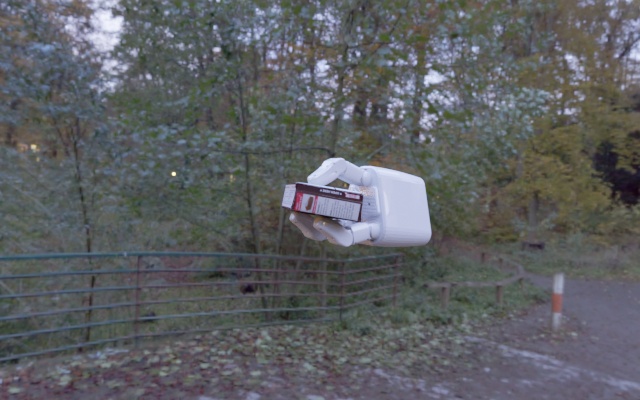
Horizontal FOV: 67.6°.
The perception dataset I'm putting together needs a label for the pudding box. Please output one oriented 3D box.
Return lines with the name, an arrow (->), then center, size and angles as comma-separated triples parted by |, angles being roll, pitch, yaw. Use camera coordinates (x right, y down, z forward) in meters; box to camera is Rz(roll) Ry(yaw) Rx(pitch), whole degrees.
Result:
pudding box -> 0.000, 0.002, 0.626 | 0.090, 0.039, 0.113 | 9, -3, -10
